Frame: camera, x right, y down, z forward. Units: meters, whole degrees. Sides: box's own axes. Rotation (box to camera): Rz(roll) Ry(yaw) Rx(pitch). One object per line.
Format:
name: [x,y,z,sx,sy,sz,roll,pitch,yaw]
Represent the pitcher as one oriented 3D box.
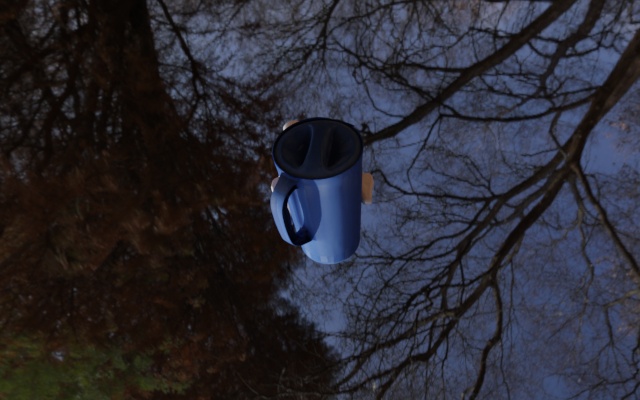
pitcher: [0.000,0.002,0.770,0.149,0.145,0.243,-11,-42,-3]
